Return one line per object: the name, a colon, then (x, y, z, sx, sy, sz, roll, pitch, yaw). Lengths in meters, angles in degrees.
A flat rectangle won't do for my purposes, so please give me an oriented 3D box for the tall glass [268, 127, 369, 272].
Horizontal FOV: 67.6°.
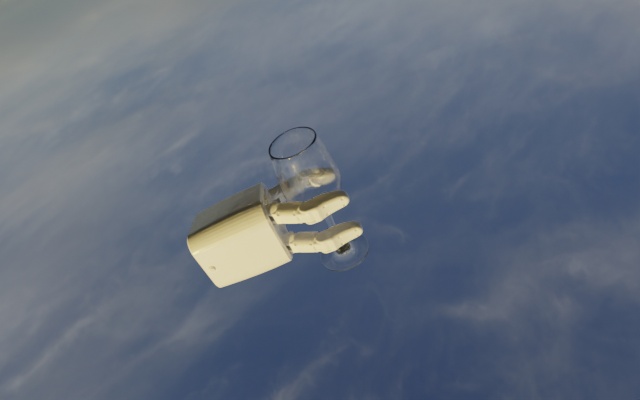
tall glass: (0.000, 0.002, 0.626, 0.079, 0.201, 0.079, -15, 39, 13)
